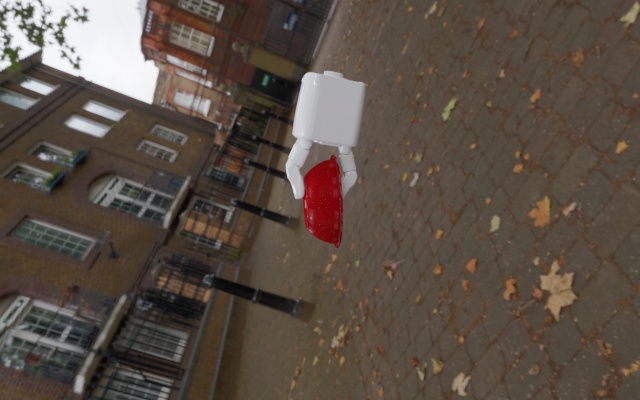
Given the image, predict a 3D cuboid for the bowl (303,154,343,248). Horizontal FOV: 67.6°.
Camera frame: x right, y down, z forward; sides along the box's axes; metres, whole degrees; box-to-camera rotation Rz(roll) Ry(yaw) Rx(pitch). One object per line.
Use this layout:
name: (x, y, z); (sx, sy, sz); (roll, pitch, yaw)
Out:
bowl: (0.000, 0.004, 0.822); (0.055, 0.162, 0.162); (-3, 0, -6)
